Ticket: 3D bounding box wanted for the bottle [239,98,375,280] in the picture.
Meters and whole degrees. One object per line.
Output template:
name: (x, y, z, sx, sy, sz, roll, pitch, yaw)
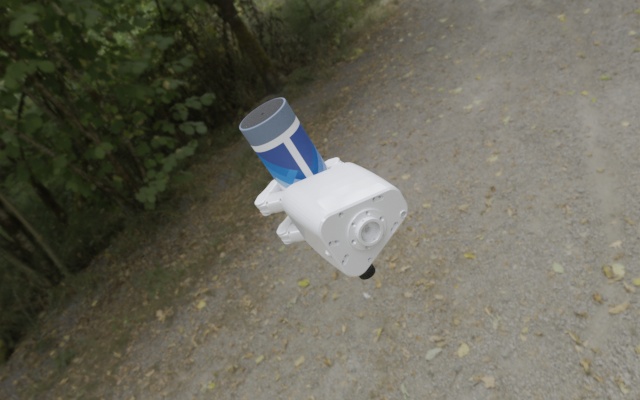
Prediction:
bottle: (0.000, 0.002, 0.649, 0.069, 0.296, 0.069, -25, 30, 15)
